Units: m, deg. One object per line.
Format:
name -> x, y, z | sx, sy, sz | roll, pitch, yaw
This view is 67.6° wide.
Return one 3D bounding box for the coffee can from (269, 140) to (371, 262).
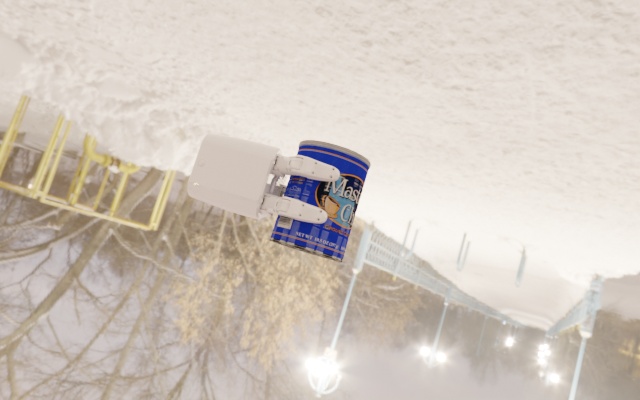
coffee can -> 0.000, 0.002, 0.648 | 0.103, 0.140, 0.103 | 17, -8, 2
